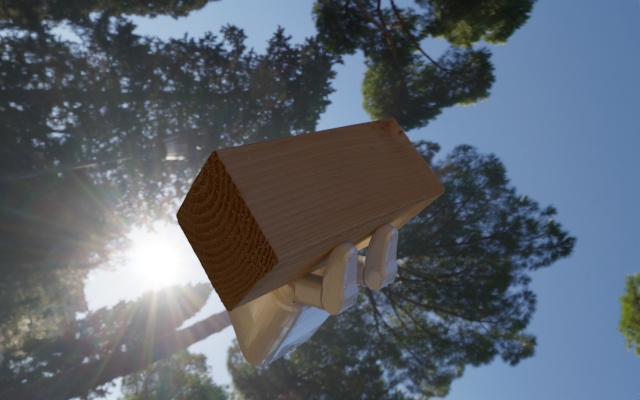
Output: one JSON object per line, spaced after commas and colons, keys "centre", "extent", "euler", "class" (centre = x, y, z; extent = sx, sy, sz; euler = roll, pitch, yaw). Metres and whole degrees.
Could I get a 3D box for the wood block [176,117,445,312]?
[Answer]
{"centre": [0.000, 0.001, 0.406], "extent": [0.206, 0.091, 0.090], "euler": [-19, -20, -44], "class": "wood block"}
